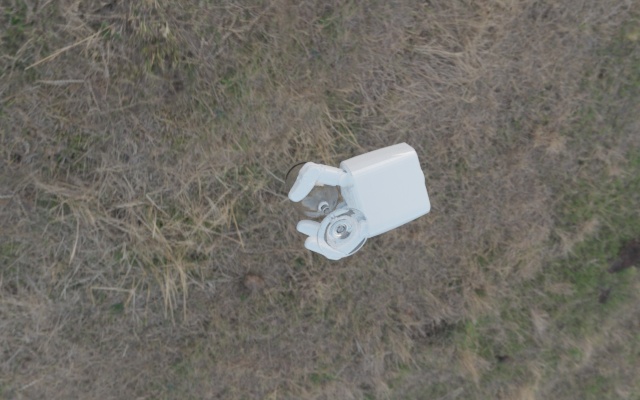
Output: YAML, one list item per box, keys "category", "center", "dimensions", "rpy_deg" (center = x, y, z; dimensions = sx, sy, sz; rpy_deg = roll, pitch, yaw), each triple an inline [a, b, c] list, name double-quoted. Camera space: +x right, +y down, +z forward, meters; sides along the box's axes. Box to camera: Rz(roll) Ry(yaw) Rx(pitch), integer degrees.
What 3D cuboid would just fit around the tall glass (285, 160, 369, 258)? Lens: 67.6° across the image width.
- category: "tall glass"
  center: [0.000, 0.003, 0.714]
  dimensions: [0.079, 0.079, 0.201]
  rpy_deg: [0, 24, -20]
